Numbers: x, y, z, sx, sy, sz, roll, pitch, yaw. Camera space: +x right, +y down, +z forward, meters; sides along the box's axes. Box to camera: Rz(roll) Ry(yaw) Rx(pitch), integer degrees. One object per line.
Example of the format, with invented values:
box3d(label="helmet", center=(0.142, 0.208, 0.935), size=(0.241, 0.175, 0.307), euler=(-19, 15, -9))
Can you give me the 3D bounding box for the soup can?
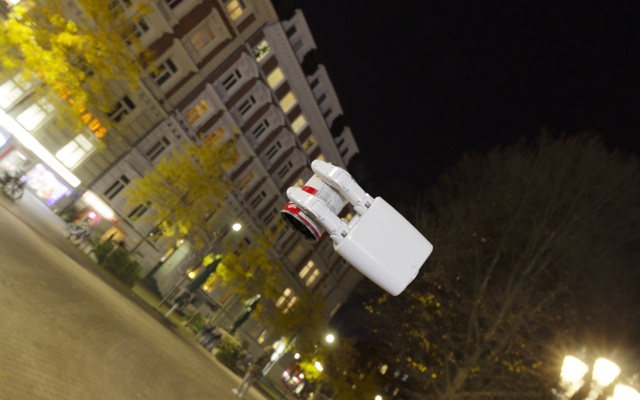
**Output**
box3d(label="soup can", center=(0.000, 0.002, 0.698), size=(0.068, 0.102, 0.068), euler=(36, -19, 14))
